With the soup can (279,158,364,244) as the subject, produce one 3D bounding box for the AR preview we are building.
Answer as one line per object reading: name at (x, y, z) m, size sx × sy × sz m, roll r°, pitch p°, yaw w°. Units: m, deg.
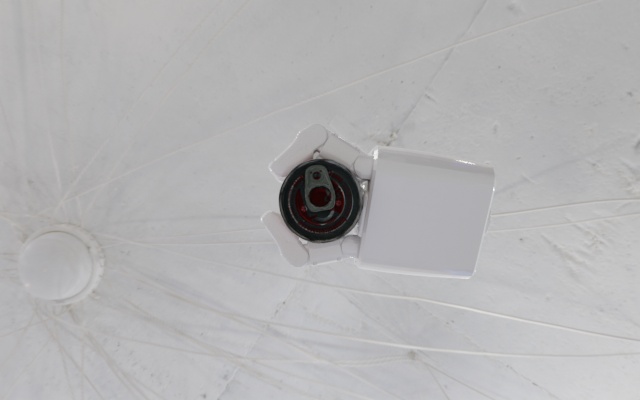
soup can at (0.000, 0.001, 0.429) m, size 0.068 × 0.068 × 0.102 m, roll 0°, pitch -1°, yaw 0°
